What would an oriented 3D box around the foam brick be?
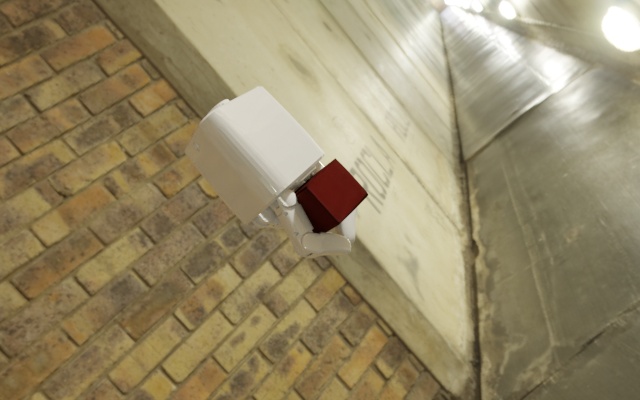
[{"bbox_3d":[0.000,0.002,0.501,0.053,0.051,0.078,-44,5,-34],"label":"foam brick"}]
